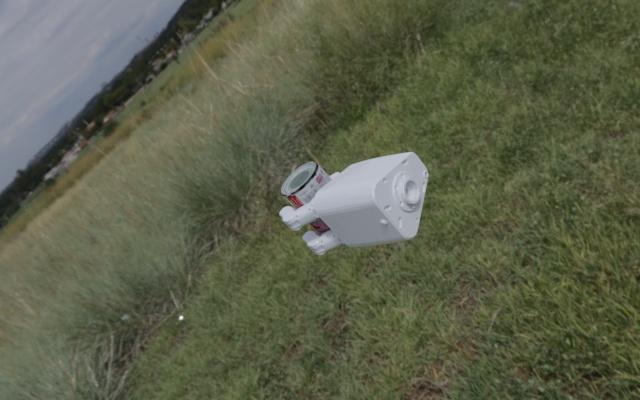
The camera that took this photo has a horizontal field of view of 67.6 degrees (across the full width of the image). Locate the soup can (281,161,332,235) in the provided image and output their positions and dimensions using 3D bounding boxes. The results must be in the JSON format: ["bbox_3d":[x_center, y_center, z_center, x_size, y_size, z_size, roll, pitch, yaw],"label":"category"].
[{"bbox_3d":[0.000,0.002,0.690,0.102,0.068,0.068,47,-24,-24],"label":"soup can"}]
